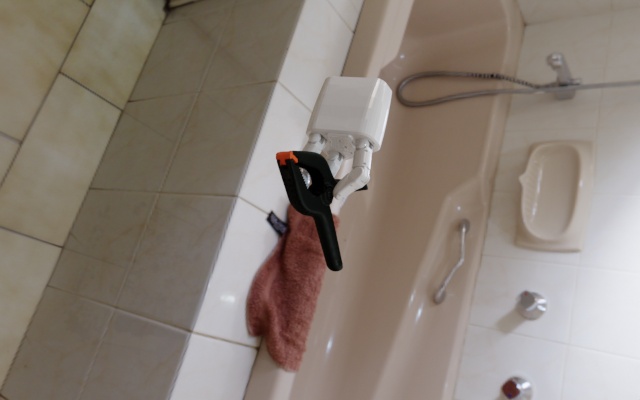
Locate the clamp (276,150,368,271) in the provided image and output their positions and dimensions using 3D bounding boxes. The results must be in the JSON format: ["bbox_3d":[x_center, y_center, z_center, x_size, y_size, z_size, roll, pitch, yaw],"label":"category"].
[{"bbox_3d":[0.001,0.002,0.711,0.036,0.164,0.210,-1,-26,36],"label":"clamp"}]
